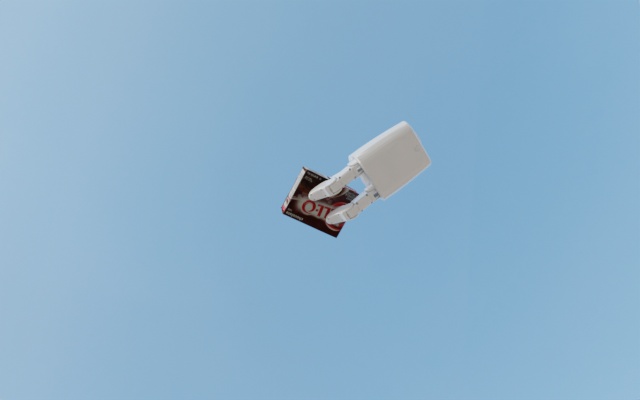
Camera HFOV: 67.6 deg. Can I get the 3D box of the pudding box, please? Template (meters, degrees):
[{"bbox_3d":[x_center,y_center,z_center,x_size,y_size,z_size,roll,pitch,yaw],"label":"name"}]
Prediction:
[{"bbox_3d":[0.000,0.003,0.839,0.113,0.090,0.039,25,10,-16],"label":"pudding box"}]
